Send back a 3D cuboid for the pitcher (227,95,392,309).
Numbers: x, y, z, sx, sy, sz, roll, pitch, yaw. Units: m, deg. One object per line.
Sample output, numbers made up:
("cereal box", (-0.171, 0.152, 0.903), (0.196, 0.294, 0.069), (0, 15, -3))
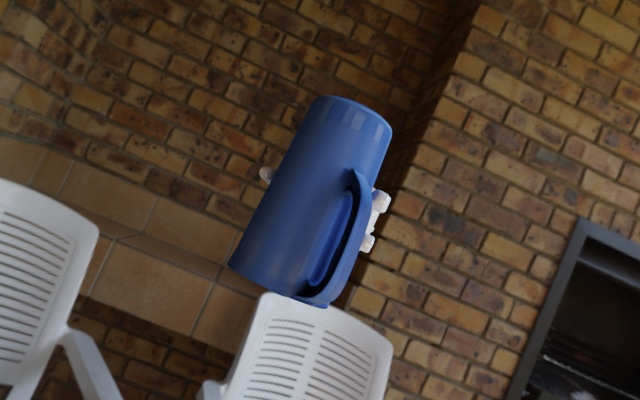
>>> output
("pitcher", (0.000, 0.002, 0.580), (0.149, 0.243, 0.145), (23, -4, 13))
